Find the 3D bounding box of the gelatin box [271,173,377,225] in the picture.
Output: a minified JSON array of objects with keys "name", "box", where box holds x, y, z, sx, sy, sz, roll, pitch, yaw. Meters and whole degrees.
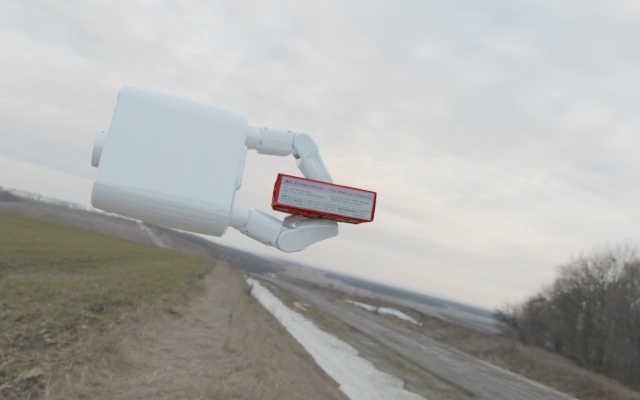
[{"name":"gelatin box","box":[0.000,0.001,0.437,0.089,0.030,0.073,10,-6,-5]}]
